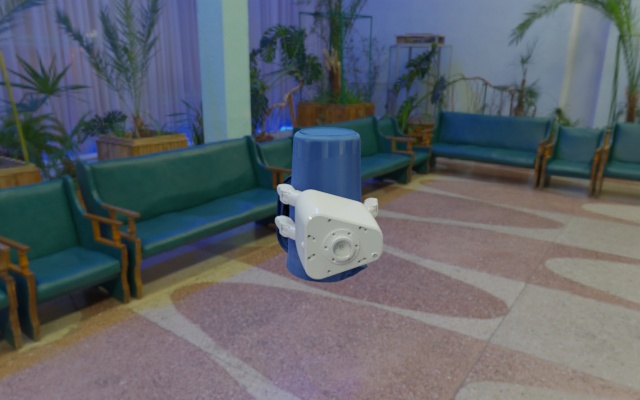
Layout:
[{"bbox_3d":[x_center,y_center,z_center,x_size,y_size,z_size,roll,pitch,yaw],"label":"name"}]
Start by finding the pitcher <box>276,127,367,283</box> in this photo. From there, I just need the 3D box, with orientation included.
[{"bbox_3d":[0.000,0.003,0.807,0.149,0.243,0.145,-1,17,-6],"label":"pitcher"}]
